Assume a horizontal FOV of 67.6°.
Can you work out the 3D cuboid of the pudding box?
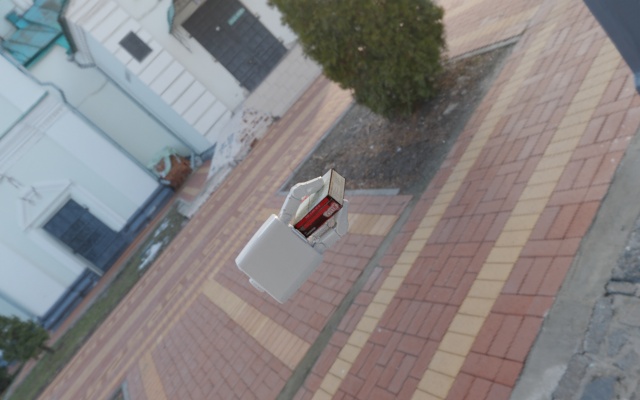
[{"bbox_3d":[0.000,0.003,0.833,0.090,0.039,0.113,-42,19,23],"label":"pudding box"}]
